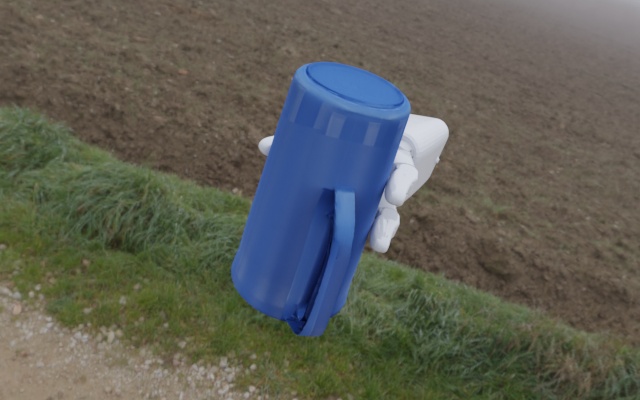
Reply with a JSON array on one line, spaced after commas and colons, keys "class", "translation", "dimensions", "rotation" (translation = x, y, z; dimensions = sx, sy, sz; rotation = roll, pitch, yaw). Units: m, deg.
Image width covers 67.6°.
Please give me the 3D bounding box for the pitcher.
[{"class": "pitcher", "translation": [0.000, 0.001, 0.469], "dimensions": [0.149, 0.243, 0.145], "rotation": [33, 34, 22]}]
